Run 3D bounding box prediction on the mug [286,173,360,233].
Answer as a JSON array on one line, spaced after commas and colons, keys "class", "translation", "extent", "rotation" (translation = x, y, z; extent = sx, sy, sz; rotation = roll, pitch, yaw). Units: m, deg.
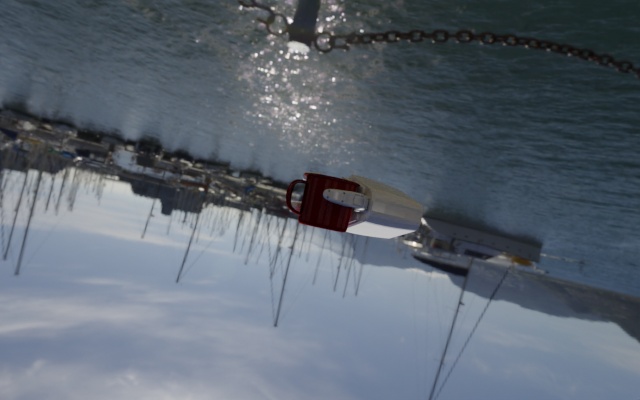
[{"class": "mug", "translation": [-0.001, 0.002, 0.766], "extent": [0.117, 0.081, 0.093], "rotation": [13, -2, -24]}]
